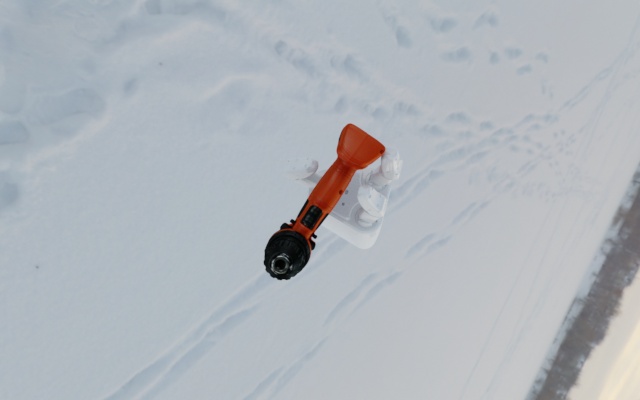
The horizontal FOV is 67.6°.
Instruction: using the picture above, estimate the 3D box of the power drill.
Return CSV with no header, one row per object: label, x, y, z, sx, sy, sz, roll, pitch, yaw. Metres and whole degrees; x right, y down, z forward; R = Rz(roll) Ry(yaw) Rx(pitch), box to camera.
power drill,0.000,0.001,0.560,0.057,0.187,0.184,35,4,-3
